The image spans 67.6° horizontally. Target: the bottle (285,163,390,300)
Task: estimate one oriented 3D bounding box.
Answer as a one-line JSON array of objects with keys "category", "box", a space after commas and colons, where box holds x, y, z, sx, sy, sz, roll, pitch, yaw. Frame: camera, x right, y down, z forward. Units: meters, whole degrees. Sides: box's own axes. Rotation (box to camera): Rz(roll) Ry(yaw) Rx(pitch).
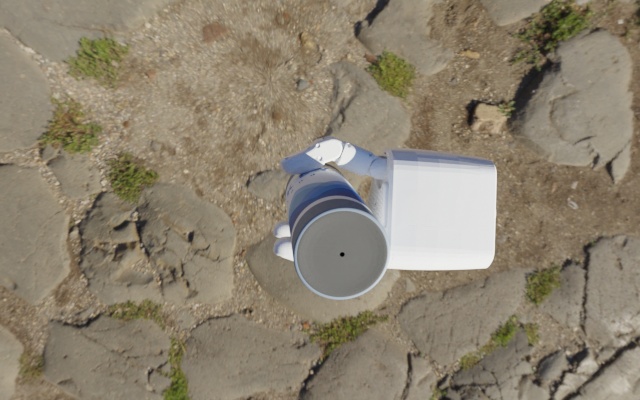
[{"category": "bottle", "box": [0.000, 0.002, 0.463, 0.069, 0.069, 0.295, 0, 14, -6]}]
